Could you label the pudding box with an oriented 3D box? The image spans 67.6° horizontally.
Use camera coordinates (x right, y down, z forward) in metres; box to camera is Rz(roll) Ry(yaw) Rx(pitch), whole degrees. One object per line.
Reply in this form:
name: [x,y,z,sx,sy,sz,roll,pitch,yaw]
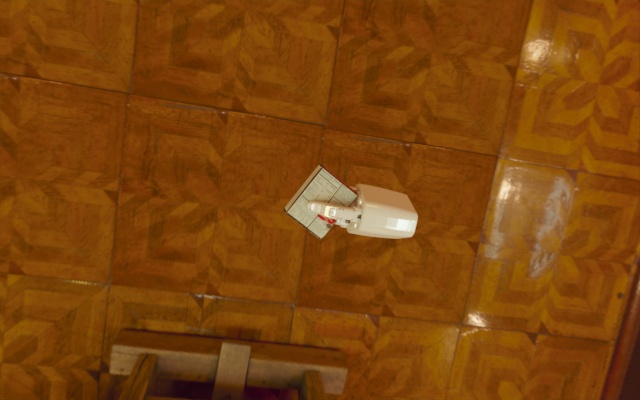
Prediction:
pudding box: [0.000,0.003,0.891,0.090,0.113,0.039,39,2,-14]
